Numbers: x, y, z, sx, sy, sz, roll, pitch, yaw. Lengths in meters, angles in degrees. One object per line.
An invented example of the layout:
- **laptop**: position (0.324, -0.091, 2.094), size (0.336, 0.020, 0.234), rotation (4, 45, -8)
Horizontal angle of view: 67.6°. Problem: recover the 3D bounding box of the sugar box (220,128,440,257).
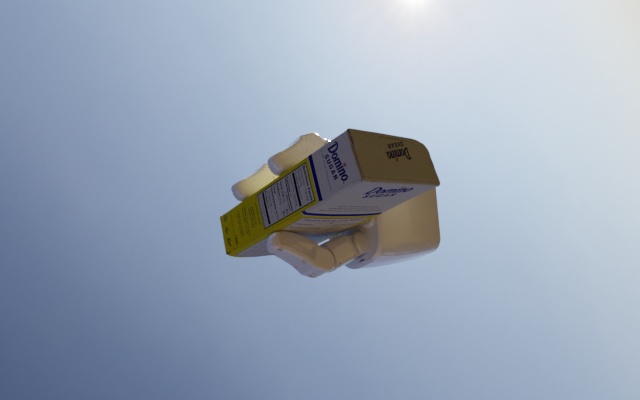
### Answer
- **sugar box**: position (0.000, 0.001, 0.401), size (0.093, 0.048, 0.176), rotation (1, -25, -44)
